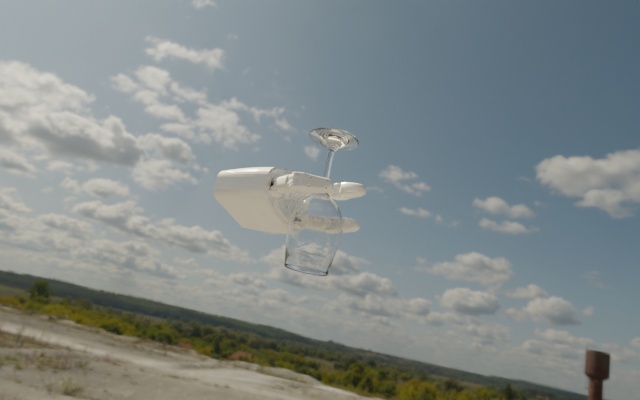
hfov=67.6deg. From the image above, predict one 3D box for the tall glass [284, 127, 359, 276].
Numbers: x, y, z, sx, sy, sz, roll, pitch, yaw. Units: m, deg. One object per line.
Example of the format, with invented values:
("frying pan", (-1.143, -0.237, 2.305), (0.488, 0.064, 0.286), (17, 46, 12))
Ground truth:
("tall glass", (0.000, 0.002, 0.680), (0.079, 0.201, 0.079), (11, -16, 3))
